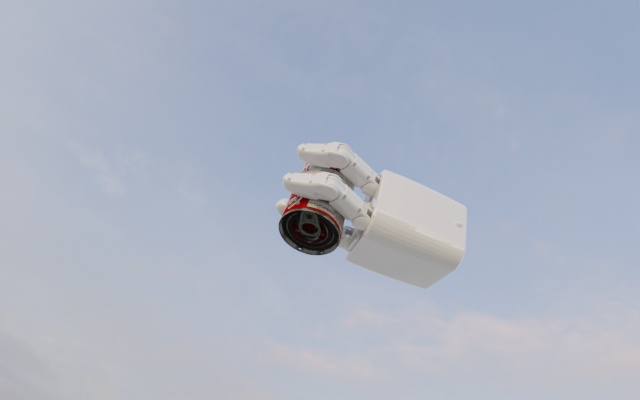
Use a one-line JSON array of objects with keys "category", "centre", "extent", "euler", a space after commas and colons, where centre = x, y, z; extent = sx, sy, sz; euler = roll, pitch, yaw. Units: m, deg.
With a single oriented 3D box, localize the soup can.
[{"category": "soup can", "centre": [0.000, 0.001, 0.540], "extent": [0.068, 0.069, 0.102], "euler": [0, 41, 19]}]
